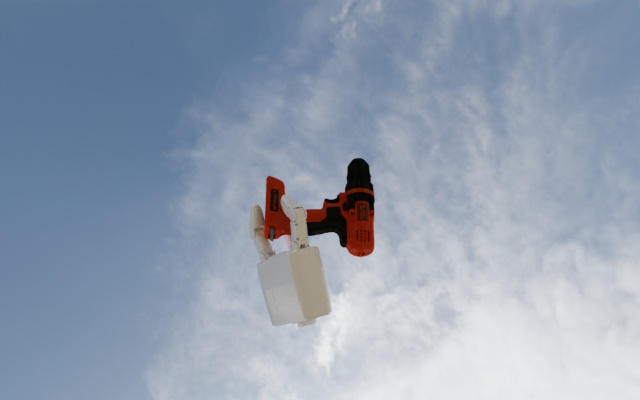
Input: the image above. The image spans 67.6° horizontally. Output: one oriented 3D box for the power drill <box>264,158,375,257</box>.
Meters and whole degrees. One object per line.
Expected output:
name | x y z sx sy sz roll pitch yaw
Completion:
power drill | 0.000 0.003 0.808 0.187 0.184 0.057 3 -30 -4
